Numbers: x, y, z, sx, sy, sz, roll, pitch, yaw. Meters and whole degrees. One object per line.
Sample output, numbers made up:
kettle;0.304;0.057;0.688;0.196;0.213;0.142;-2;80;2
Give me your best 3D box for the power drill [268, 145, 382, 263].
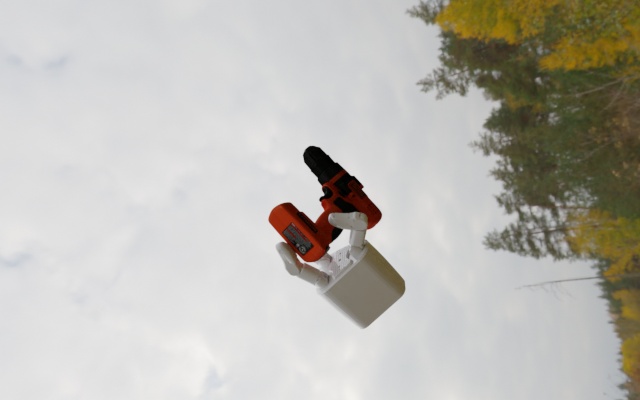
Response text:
power drill;0.000;0.003;0.795;0.187;0.184;0.057;-38;-8;-45
